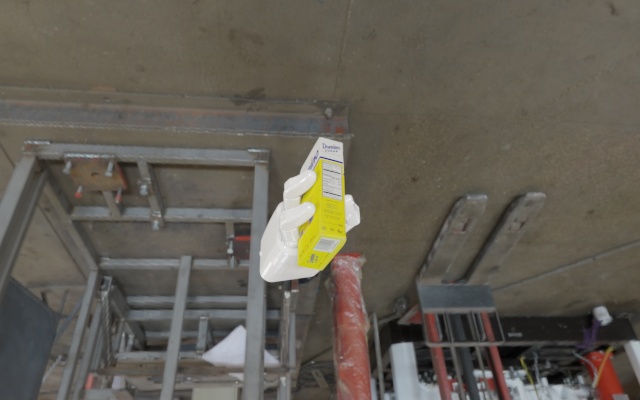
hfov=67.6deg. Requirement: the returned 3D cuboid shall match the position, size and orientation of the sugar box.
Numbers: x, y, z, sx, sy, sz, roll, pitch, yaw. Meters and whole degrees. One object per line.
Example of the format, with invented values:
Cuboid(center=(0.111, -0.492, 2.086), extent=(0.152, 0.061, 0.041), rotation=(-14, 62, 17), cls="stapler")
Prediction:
Cuboid(center=(0.000, 0.002, 0.703), extent=(0.048, 0.176, 0.093), rotation=(11, -39, -19), cls="sugar box")
